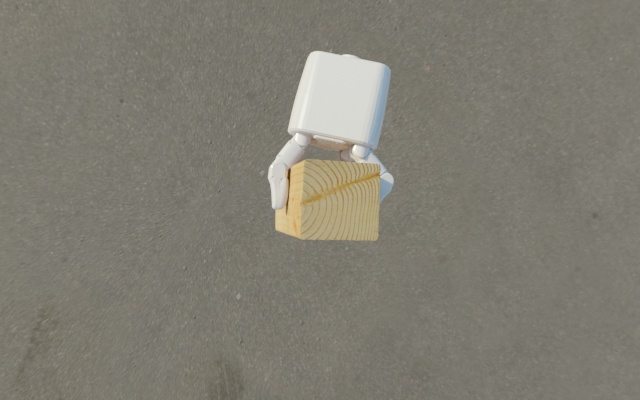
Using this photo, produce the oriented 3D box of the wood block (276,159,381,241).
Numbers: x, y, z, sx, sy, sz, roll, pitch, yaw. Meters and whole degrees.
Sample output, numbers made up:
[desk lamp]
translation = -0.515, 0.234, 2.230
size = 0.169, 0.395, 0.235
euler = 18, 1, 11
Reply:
[wood block]
translation = 0.000, 0.002, 0.626
size = 0.091, 0.090, 0.206
euler = 3, -2, -13
